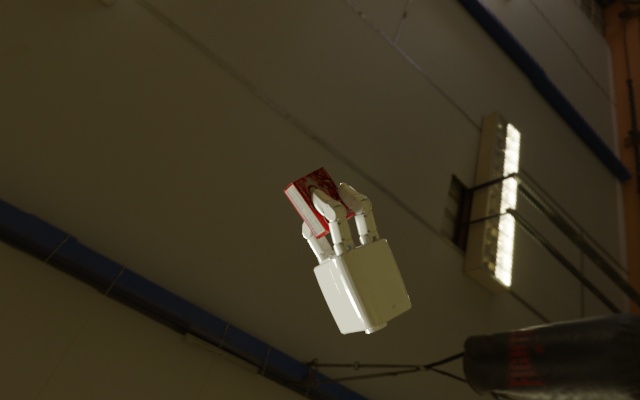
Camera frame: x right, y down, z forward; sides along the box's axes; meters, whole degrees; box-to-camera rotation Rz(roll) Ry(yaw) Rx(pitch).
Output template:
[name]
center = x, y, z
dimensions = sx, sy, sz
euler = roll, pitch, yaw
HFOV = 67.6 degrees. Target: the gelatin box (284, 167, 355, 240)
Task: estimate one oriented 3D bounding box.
[gelatin box]
center = 0.000, 0.002, 0.705
dimensions = 0.073, 0.089, 0.030
euler = -31, -6, -45
